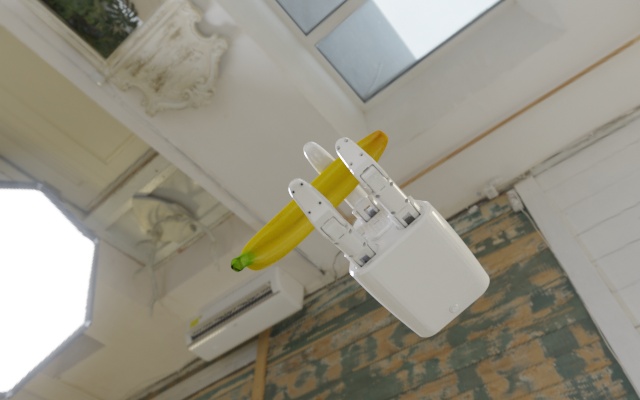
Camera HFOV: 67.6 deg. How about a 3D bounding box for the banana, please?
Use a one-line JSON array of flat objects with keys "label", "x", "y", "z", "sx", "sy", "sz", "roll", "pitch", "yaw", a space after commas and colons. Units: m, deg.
[{"label": "banana", "x": -0.008, "y": 0.006, "z": 0.468, "sx": 0.197, "sy": 0.037, "sz": 0.069, "roll": -44, "pitch": 6, "yaw": -17}]
